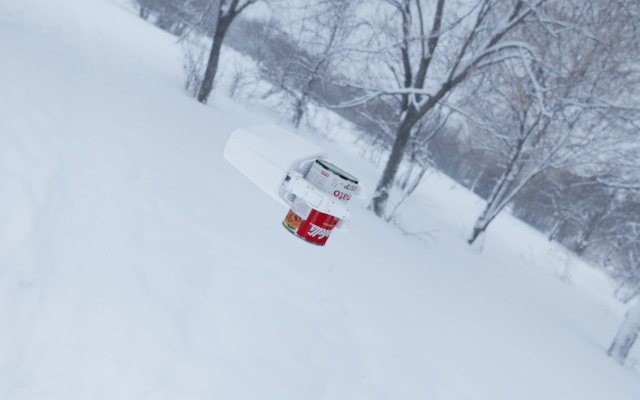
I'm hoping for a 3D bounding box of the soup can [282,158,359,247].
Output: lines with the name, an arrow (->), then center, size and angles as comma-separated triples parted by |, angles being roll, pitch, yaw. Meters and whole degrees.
soup can -> 0.001, 0.002, 0.654 | 0.068, 0.102, 0.068 | 27, 11, -6
